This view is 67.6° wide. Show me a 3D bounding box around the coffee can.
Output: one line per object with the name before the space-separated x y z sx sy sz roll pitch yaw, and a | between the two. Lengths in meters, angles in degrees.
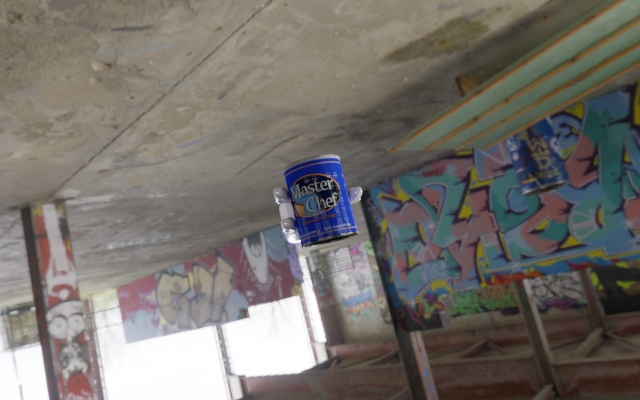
coffee can | 0.000 0.003 0.828 0.103 0.140 0.103 -14 -9 -2
